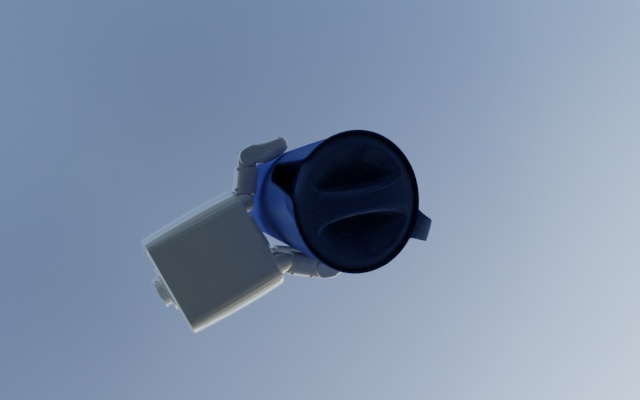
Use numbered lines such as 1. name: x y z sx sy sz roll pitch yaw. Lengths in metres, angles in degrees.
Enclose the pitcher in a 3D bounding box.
1. pitcher: 0.000 0.002 0.548 0.145 0.149 0.243 -30 13 -20
